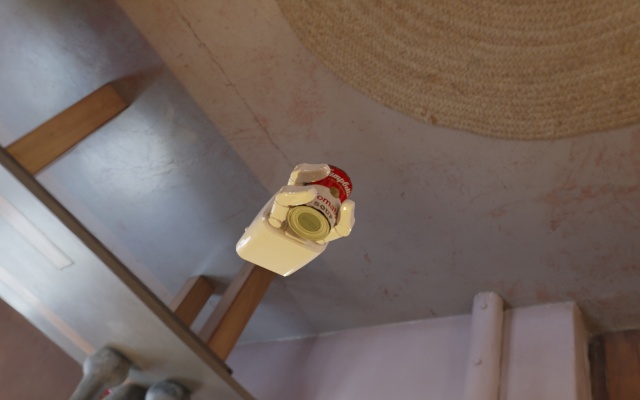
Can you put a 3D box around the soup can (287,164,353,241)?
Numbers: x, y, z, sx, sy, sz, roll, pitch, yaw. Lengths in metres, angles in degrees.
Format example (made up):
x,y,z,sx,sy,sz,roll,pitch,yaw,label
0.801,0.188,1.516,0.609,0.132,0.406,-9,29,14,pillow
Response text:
x,y,z,sx,sy,sz,roll,pitch,yaw,label
0.000,0.002,0.709,0.068,0.068,0.102,0,37,26,soup can
